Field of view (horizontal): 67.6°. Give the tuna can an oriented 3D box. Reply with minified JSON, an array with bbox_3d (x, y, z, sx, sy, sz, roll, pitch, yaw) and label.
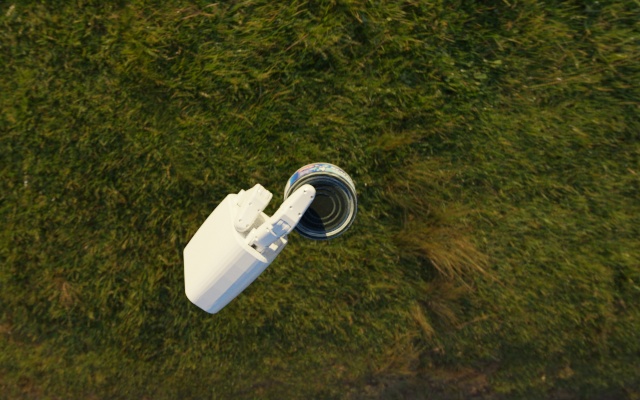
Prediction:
[{"bbox_3d":[0.000,0.002,0.552,0.086,0.086,0.033,0,21,-2],"label":"tuna can"}]
